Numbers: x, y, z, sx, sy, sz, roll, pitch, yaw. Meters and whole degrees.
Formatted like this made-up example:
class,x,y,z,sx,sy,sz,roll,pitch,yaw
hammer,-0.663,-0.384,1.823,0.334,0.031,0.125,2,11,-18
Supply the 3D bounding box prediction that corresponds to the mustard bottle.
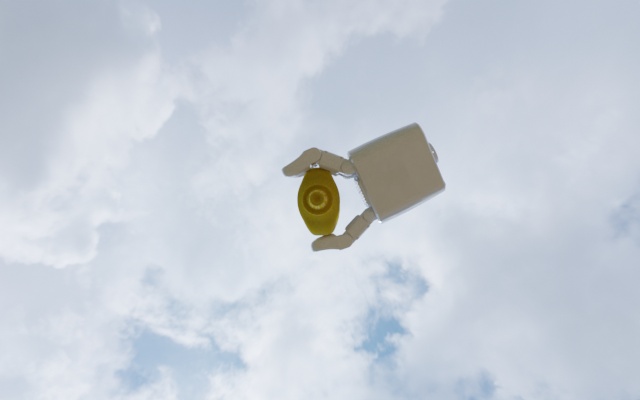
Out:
class,x,y,z,sx,sy,sz,roll,pitch,yaw
mustard bottle,0.000,0.002,0.686,0.058,0.096,0.191,-1,-3,2
